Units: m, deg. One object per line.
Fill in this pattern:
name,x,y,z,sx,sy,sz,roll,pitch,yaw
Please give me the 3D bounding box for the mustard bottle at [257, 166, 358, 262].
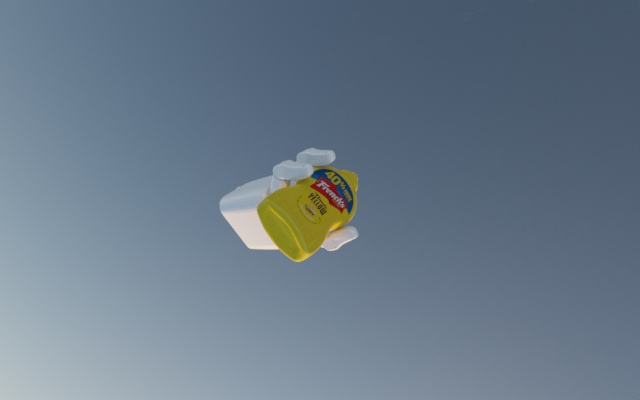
mustard bottle,0.000,0.002,0.686,0.058,0.096,0.191,-39,-2,42
